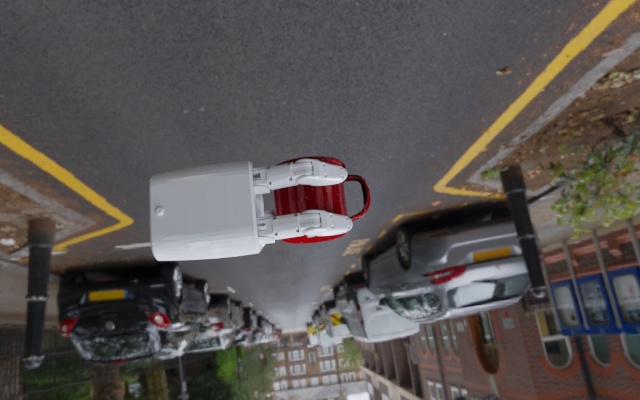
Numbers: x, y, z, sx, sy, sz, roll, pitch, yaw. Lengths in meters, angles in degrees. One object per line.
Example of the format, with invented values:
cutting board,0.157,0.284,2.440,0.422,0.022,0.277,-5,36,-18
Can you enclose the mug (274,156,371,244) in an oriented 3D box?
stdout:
mug,0.002,0.002,0.555,0.117,0.081,0.093,-7,-15,-2
